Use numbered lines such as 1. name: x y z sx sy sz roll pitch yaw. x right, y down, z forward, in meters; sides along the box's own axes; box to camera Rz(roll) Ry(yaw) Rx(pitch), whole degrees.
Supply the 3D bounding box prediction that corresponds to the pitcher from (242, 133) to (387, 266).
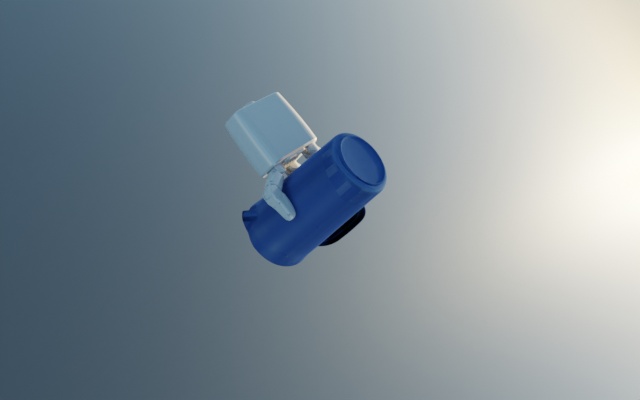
1. pitcher: 0.000 0.002 0.788 0.243 0.145 0.149 -40 -3 39
